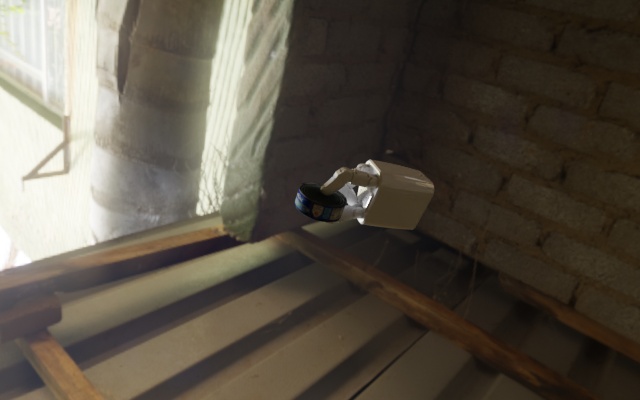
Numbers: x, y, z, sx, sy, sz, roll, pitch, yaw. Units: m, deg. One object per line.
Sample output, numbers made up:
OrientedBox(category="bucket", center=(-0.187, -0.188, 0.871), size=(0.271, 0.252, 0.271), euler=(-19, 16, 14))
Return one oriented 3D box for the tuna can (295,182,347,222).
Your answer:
OrientedBox(category="tuna can", center=(0.000, 0.003, 0.818), size=(0.086, 0.034, 0.086), euler=(16, 23, -7))
